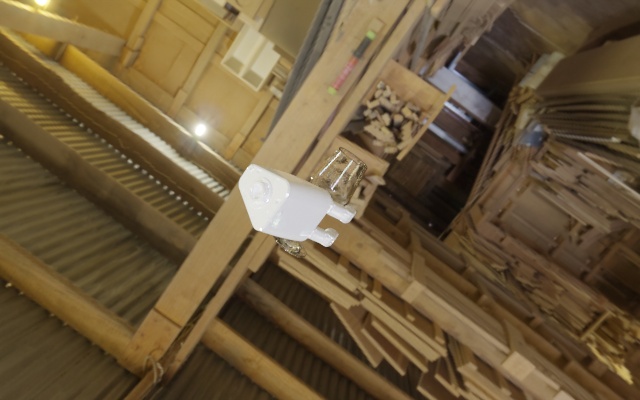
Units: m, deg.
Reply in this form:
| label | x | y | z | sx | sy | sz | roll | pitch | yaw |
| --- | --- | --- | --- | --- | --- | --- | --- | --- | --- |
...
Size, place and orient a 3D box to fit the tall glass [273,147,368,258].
| label | x | y | z | sx | sy | sz | roll | pitch | yaw |
| --- | --- | --- | --- | --- | --- | --- | --- | --- | --- |
| tall glass | 0.000 | 0.003 | 0.852 | 0.079 | 0.201 | 0.079 | 34 | 15 | -10 |
